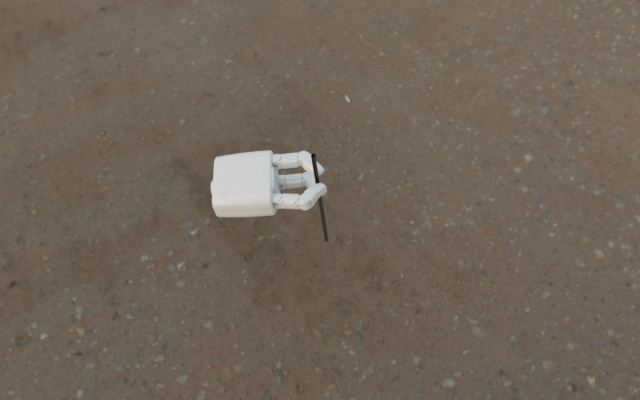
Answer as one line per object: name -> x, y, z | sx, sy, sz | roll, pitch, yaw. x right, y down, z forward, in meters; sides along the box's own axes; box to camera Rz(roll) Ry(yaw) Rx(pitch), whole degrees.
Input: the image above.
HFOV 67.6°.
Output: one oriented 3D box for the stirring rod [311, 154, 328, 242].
stirring rod -> 0.000, 0.003, 0.887 | 0.011, 0.011, 0.240 | 0, -40, 8
